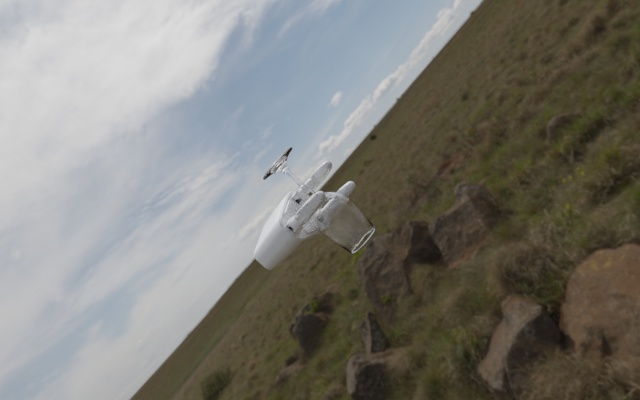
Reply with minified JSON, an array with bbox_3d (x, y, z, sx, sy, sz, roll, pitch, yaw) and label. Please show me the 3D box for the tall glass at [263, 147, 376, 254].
[{"bbox_3d":[0.000,0.002,0.818,0.201,0.079,0.079,42,0,0],"label":"tall glass"}]
